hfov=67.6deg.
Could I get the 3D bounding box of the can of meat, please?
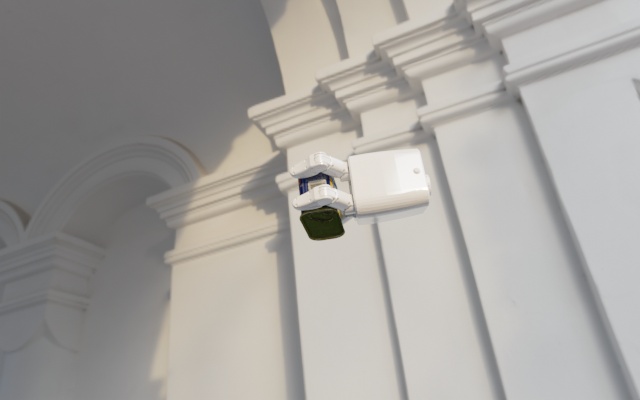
[{"bbox_3d":[0.000,0.002,0.729,0.057,0.084,0.102,-10,-28,7],"label":"can of meat"}]
